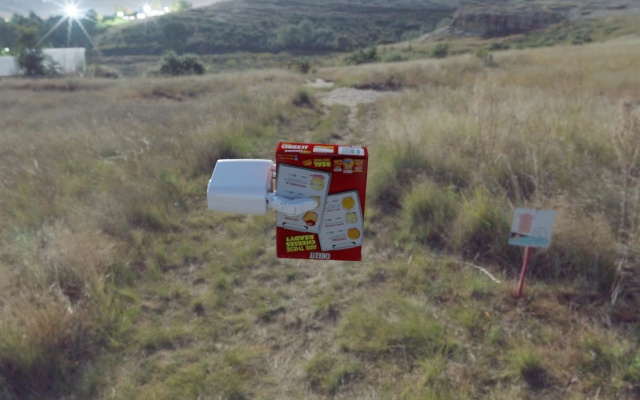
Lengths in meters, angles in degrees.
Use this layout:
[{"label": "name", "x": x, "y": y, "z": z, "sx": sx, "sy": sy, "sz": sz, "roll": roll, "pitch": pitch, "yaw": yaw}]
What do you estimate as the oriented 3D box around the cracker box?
[{"label": "cracker box", "x": 0.000, "y": 0.003, "z": 0.890, "sx": 0.164, "sy": 0.214, "sz": 0.072, "roll": 2, "pitch": 25, "yaw": 2}]
